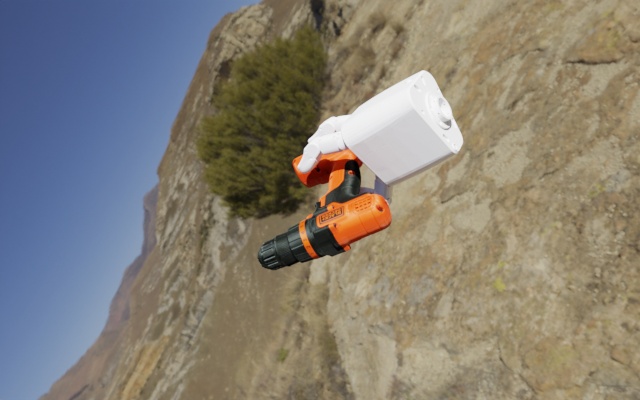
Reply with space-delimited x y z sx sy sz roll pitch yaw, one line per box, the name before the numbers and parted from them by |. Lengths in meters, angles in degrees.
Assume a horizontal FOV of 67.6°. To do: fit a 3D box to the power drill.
power drill | 0.000 0.002 0.657 0.184 0.057 0.187 -22 38 15
